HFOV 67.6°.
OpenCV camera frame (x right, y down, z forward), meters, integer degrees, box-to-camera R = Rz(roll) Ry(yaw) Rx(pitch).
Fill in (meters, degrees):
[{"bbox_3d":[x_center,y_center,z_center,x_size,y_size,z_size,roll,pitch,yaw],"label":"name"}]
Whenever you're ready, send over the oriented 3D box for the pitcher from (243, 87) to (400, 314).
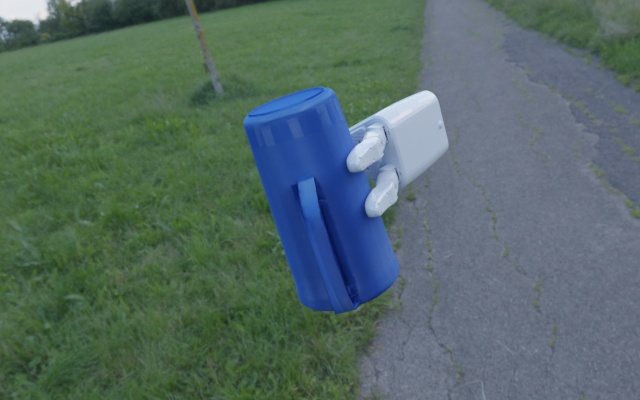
[{"bbox_3d":[0.000,0.002,0.555,0.145,0.243,0.149,-33,24,-33],"label":"pitcher"}]
